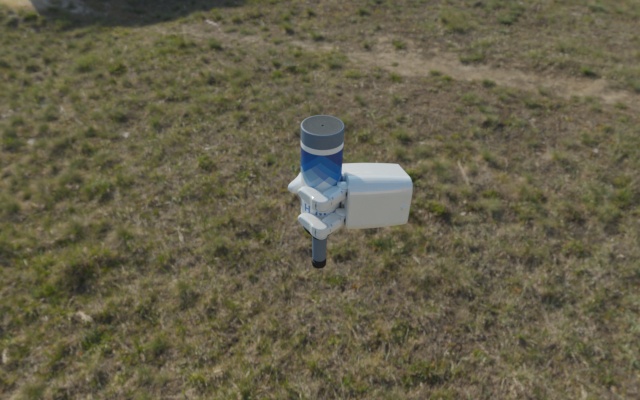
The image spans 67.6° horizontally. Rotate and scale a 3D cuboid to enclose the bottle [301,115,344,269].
[{"bbox_3d":[0.000,0.002,0.813,0.069,0.296,0.069,1,37,-1],"label":"bottle"}]
